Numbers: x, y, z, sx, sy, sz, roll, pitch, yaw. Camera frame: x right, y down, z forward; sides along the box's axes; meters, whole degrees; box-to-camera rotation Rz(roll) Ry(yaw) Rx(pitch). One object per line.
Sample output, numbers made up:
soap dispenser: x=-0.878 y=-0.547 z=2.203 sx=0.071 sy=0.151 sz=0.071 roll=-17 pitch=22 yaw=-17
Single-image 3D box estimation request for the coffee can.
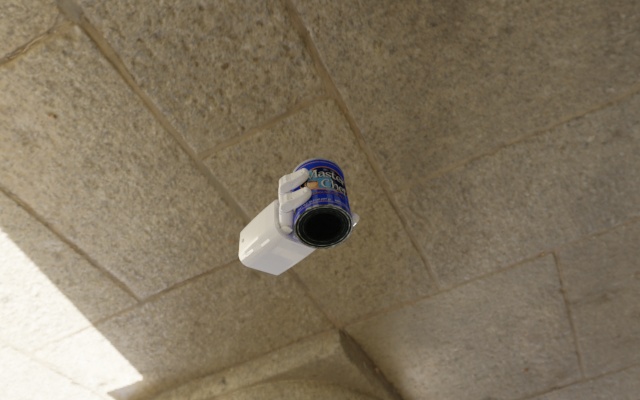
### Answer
coffee can: x=0.000 y=0.003 z=0.867 sx=0.103 sy=0.103 sz=0.140 roll=0 pitch=39 yaw=-6
